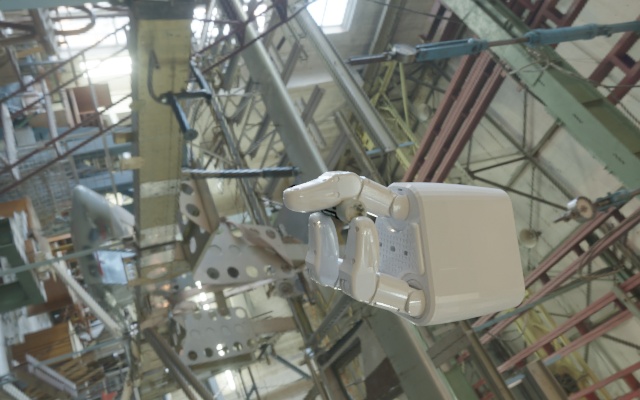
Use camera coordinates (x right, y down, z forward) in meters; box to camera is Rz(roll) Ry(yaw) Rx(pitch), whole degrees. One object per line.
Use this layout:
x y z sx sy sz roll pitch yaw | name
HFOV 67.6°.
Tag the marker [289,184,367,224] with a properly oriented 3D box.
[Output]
0.000 0.001 0.404 0.020 0.020 0.121 0 7 -27 | marker
